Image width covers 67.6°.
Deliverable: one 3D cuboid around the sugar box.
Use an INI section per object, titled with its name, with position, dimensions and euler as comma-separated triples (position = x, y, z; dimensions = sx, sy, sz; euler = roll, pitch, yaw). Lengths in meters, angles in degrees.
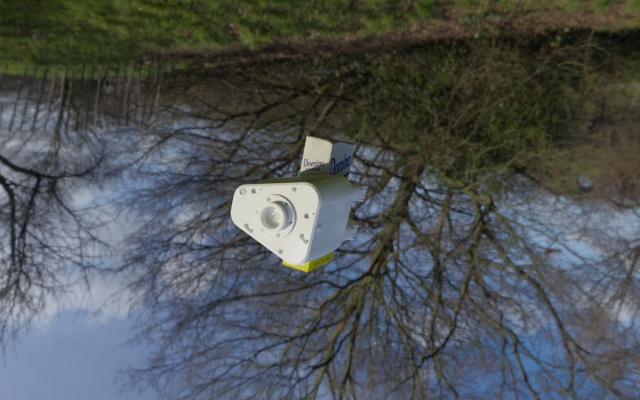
[sugar box]
position = 0.001, 0.002, 0.661
dimensions = 0.048, 0.176, 0.093
euler = 17, 11, 20
